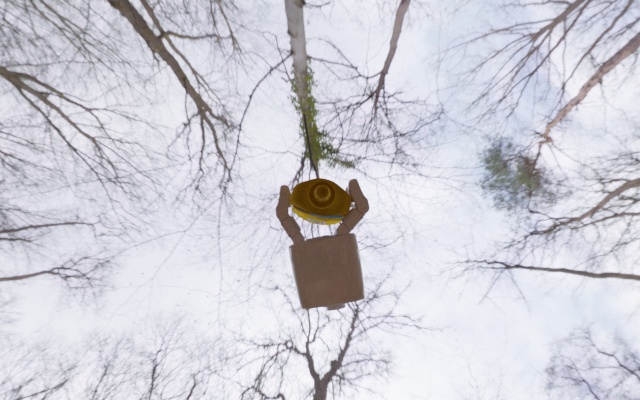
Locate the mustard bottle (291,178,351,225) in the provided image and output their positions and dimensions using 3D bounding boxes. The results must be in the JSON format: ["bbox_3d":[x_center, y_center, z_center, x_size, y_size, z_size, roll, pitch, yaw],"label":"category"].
[{"bbox_3d":[0.000,0.002,0.775,0.096,0.058,0.191,14,-8,1],"label":"mustard bottle"}]
